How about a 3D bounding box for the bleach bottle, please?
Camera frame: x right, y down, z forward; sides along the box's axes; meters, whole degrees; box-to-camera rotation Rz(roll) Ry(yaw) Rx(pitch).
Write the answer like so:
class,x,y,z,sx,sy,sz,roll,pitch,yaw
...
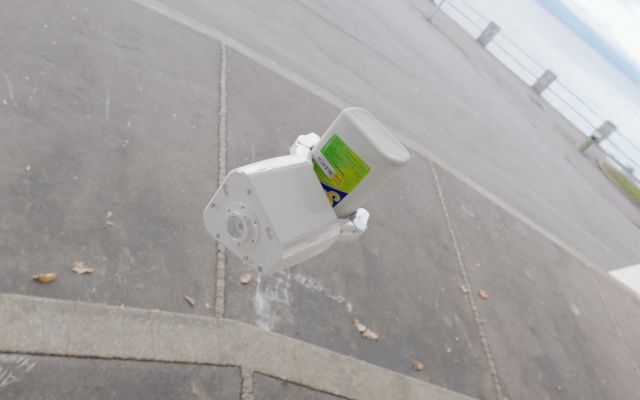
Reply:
class,x,y,z,sx,sy,sz,roll,pitch,yaw
bleach bottle,0.000,0.002,0.630,0.068,0.102,0.251,-19,-26,-55
